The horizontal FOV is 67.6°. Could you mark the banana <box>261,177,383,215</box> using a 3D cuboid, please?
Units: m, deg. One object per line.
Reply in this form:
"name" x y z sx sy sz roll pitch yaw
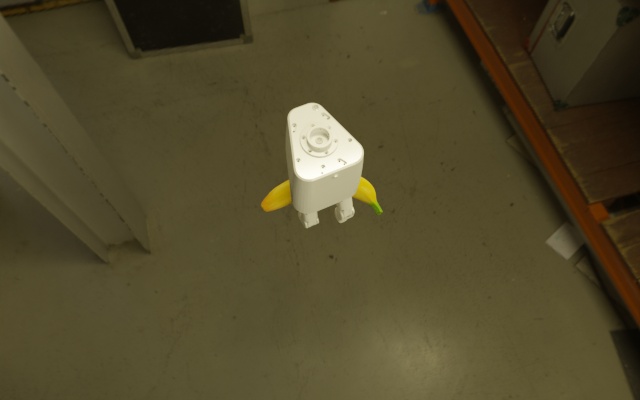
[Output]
"banana" 0.004 -0.015 0.772 0.198 0.069 0.037 2 -17 -3
